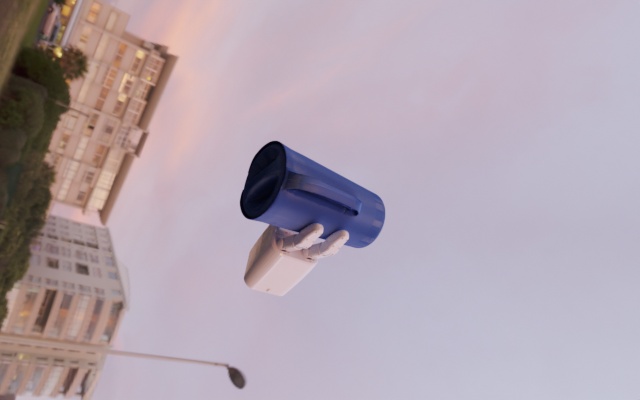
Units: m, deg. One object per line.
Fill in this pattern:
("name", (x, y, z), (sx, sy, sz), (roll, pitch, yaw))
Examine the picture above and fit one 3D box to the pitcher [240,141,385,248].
("pitcher", (0.000, 0.003, 0.813), (0.243, 0.145, 0.149), (22, 32, -34))
